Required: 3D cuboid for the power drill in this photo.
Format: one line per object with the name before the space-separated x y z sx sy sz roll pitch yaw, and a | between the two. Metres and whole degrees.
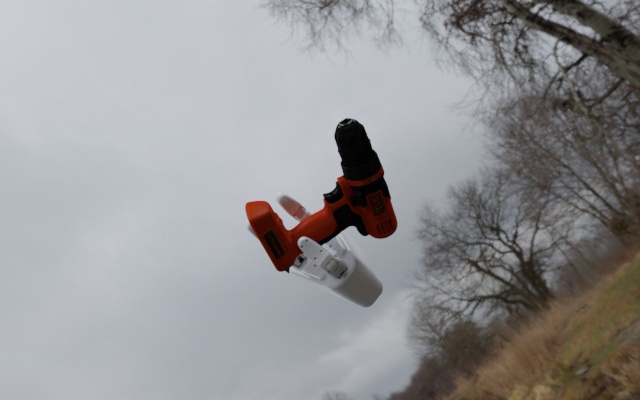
power drill | 0.000 0.002 0.632 0.187 0.184 0.057 -24 30 0
